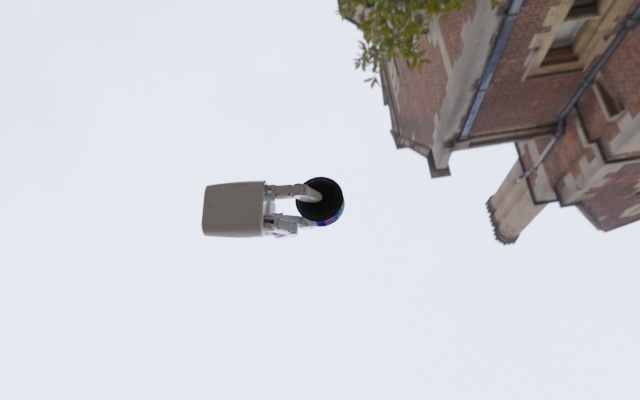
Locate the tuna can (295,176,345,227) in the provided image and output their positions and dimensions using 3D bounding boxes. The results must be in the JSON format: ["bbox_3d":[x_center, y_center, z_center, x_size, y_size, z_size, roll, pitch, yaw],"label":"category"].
[{"bbox_3d":[0.000,0.003,0.848,0.086,0.086,0.034,0,-23,11],"label":"tuna can"}]
